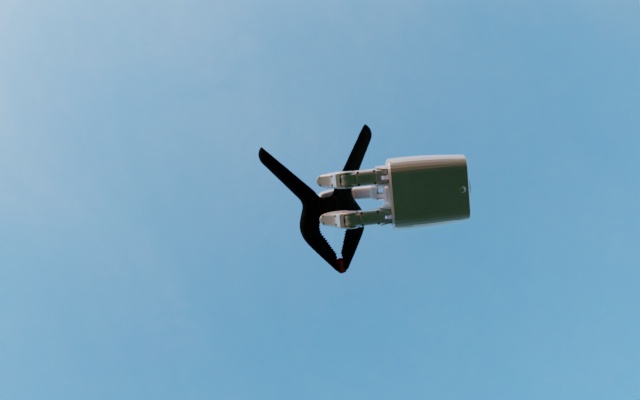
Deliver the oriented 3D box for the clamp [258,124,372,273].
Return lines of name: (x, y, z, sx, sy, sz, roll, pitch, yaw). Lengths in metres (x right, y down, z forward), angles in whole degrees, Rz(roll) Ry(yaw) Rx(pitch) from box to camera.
clamp: (0.000, 0.003, 0.693, 0.164, 0.210, 0.036, -5, 5, 2)
